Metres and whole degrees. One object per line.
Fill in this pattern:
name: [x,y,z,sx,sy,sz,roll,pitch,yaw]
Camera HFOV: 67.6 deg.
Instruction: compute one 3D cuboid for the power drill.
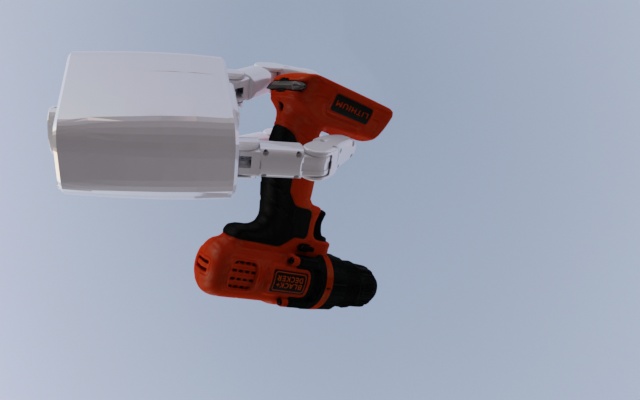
power drill: [0.000,0.001,0.407,0.184,0.187,0.057,15,0,-41]
